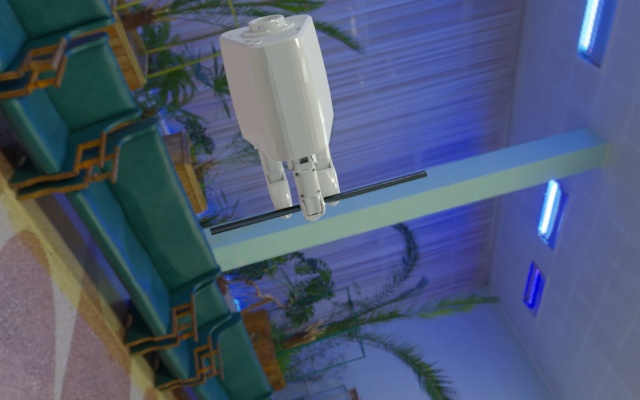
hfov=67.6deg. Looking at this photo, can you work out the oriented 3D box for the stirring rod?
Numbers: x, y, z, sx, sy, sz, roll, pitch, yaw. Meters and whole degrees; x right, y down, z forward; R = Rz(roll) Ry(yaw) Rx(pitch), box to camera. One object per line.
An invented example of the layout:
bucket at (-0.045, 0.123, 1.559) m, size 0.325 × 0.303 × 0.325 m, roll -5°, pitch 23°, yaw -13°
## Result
stirring rod at (0.000, 0.002, 0.514) m, size 0.239 × 0.011 × 0.011 m, roll -15°, pitch 1°, yaw -5°
